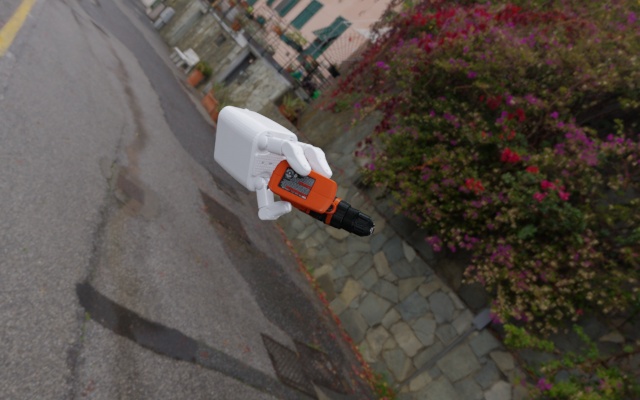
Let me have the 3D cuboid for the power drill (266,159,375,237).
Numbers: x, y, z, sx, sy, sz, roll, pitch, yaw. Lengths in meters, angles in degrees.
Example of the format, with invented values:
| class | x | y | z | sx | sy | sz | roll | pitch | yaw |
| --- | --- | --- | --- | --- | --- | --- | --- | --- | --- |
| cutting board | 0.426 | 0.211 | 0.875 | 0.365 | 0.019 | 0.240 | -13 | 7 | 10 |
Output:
| class | x | y | z | sx | sy | sz | roll | pitch | yaw |
| --- | --- | --- | --- | --- | --- | --- | --- | --- | --- |
| power drill | 0.000 | 0.002 | 0.791 | 0.184 | 0.057 | 0.188 | 23 | -8 | 13 |
